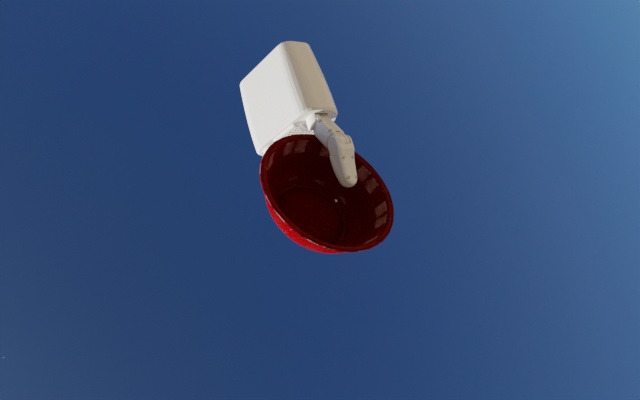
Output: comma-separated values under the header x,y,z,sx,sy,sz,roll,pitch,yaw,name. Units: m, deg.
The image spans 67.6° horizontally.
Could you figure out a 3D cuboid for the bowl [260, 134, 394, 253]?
x,y,z,sx,sy,sz,roll,pitch,yaw,name
0.000,0.003,0.537,0.162,0.162,0.055,0,-37,-32,bowl
